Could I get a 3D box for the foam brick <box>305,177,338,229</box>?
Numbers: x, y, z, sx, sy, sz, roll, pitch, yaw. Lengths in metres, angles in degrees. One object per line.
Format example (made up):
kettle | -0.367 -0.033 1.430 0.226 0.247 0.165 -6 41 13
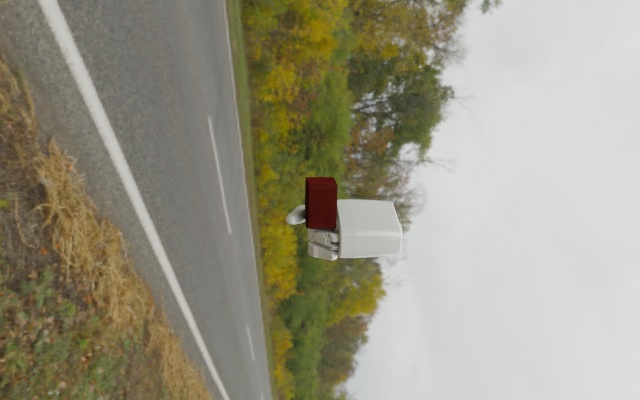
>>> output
foam brick | 0.000 0.002 0.809 0.051 0.078 0.053 0 19 -4
